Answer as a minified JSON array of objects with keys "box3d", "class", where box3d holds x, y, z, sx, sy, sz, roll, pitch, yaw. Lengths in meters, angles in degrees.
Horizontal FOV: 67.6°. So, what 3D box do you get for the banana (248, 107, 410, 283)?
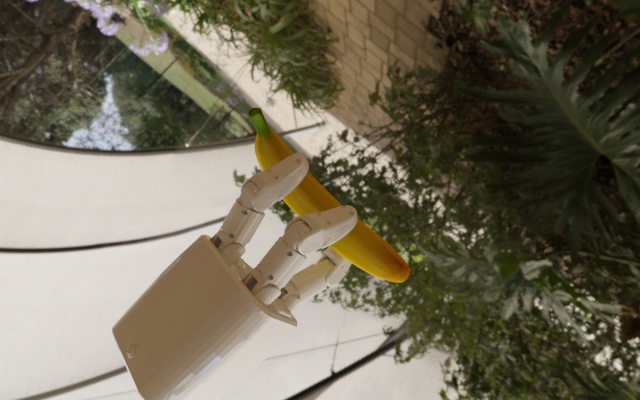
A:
[{"box3d":[-0.001,0.005,0.423,0.037,0.197,0.070,-42,-15,-9],"class":"banana"}]
